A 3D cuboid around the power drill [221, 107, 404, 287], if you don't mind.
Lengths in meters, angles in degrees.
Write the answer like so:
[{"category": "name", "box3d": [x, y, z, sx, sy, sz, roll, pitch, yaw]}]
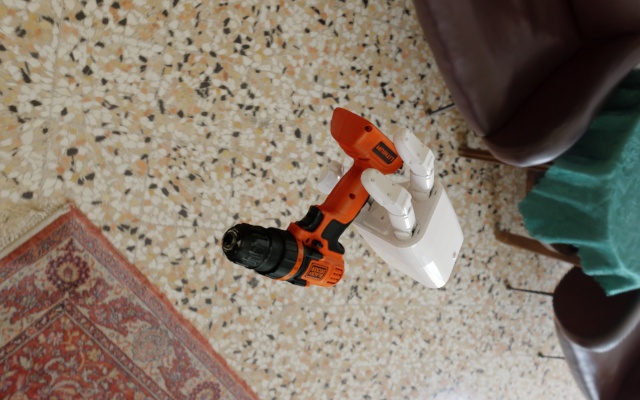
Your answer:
[{"category": "power drill", "box3d": [0.001, 0.001, 0.500, 0.057, 0.187, 0.184, 35, 5, 34]}]
